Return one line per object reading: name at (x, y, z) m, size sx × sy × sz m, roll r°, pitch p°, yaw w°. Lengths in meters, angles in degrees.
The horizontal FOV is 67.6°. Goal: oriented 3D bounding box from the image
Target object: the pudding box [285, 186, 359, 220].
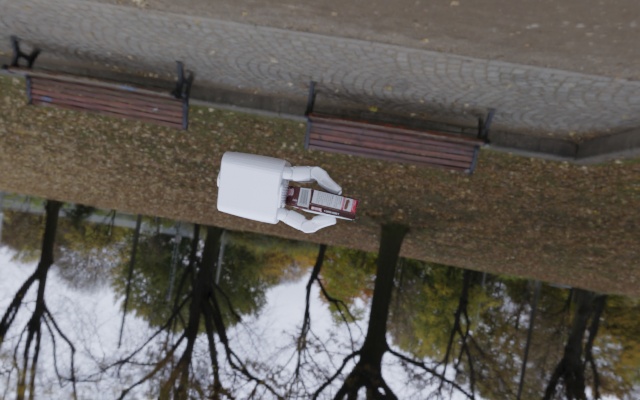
pudding box at (0.000, 0.003, 0.817) m, size 0.090 × 0.039 × 0.113 m, roll 12°, pitch 1°, yaw -23°
